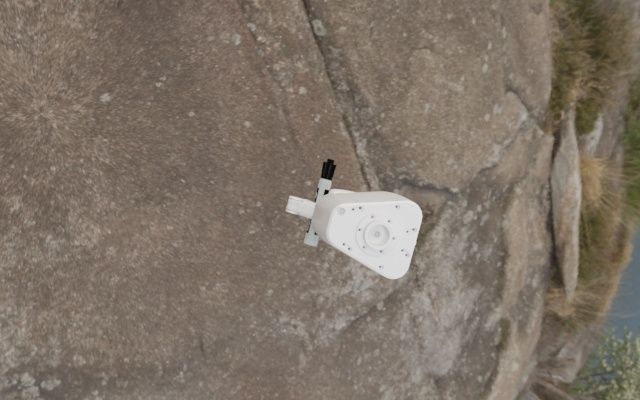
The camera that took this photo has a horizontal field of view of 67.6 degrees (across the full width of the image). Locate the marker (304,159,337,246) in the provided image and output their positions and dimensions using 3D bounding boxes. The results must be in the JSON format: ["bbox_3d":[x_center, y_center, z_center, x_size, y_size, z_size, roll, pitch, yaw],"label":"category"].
[{"bbox_3d":[0.000,0.002,0.658,0.020,0.121,0.020,14,3,-1],"label":"marker"}]
